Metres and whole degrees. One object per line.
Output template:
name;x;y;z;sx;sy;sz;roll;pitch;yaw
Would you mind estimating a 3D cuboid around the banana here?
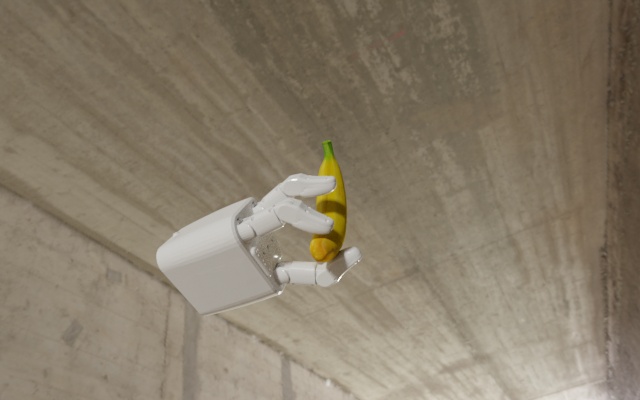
banana;0.008;0.012;0.573;0.037;0.070;0.197;-18;39;17
